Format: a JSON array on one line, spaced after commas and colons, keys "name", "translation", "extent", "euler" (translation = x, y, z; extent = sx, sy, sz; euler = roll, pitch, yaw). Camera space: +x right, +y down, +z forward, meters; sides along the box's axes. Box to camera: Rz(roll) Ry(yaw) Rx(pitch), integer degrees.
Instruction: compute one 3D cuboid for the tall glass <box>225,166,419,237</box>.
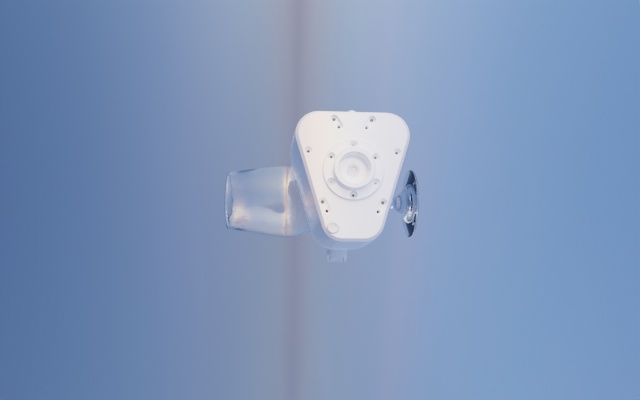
[{"name": "tall glass", "translation": [0.001, 0.002, 0.521], "extent": [0.201, 0.079, 0.079], "euler": [1, 0, -3]}]
